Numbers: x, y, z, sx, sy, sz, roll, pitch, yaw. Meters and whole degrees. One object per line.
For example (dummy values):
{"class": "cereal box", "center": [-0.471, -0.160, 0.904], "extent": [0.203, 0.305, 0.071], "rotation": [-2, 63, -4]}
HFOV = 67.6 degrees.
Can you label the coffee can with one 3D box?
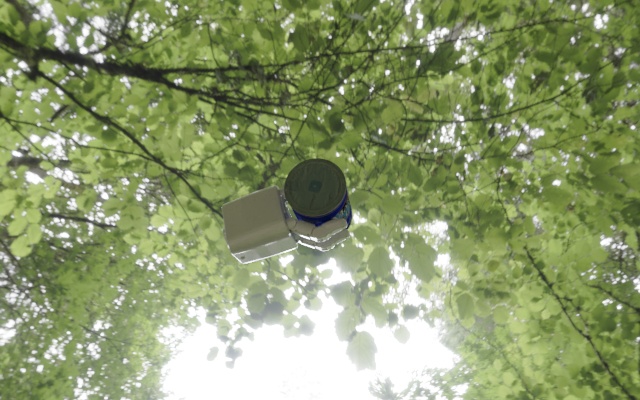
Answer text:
{"class": "coffee can", "center": [0.000, 0.003, 0.841], "extent": [0.103, 0.102, 0.140], "rotation": [0, -22, 9]}
